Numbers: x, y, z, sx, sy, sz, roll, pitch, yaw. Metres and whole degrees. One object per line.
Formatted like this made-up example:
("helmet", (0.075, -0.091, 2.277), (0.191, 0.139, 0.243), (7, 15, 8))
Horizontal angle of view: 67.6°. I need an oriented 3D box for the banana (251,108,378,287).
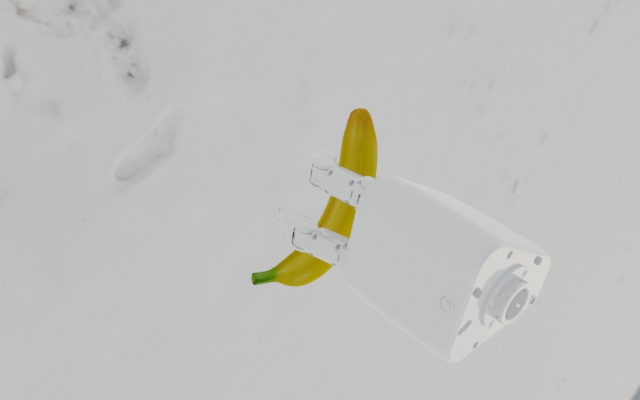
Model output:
("banana", (0.011, 0.010, 0.461), (0.070, 0.198, 0.037), (25, 9, -40))
